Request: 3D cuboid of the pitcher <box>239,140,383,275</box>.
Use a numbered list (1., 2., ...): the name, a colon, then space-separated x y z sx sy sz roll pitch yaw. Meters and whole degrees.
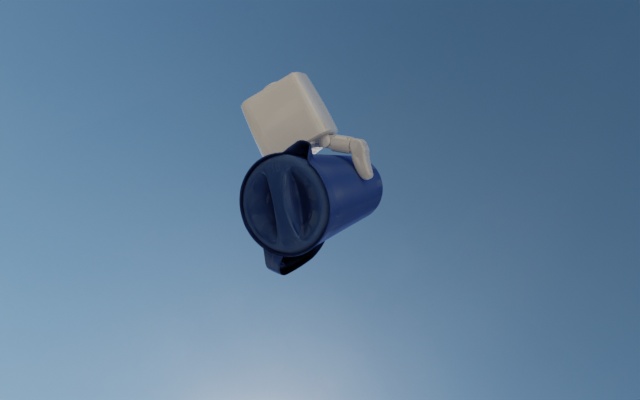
1. pitcher: 0.000 0.002 0.702 0.149 0.145 0.243 -31 -7 27
